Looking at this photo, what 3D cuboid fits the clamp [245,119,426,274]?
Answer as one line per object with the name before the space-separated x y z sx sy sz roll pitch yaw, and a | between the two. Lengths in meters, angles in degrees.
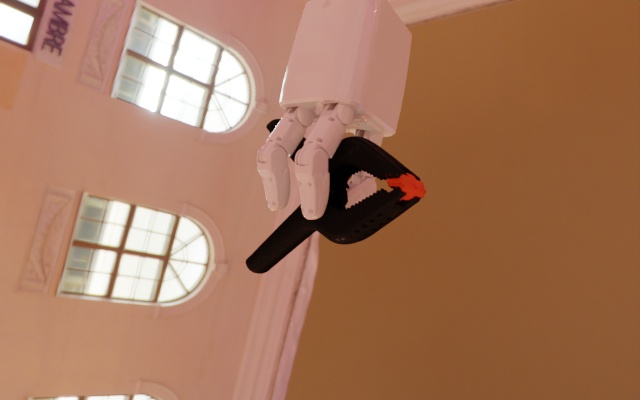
clamp | 0.001 0.001 0.440 0.036 0.164 0.210 14 -4 -41
